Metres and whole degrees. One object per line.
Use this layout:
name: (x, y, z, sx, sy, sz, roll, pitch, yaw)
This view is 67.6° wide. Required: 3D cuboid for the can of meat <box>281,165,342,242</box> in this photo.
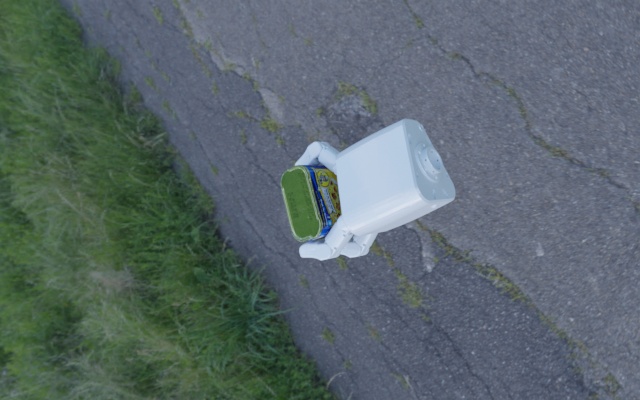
can of meat: (0.000, 0.002, 0.633, 0.057, 0.102, 0.084, -23, -13, 39)
